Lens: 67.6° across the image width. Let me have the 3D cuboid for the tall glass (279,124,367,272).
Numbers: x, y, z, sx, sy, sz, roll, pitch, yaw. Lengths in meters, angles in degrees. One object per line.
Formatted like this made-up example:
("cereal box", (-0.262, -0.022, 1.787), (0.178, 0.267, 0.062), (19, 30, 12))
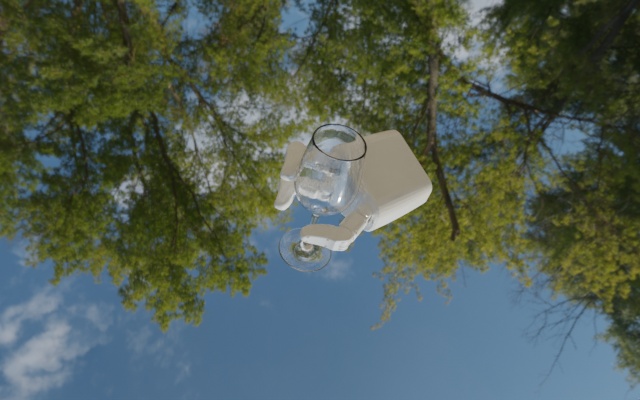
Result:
("tall glass", (0.000, 0.002, 0.590), (0.079, 0.079, 0.201), (0, -41, -16))
